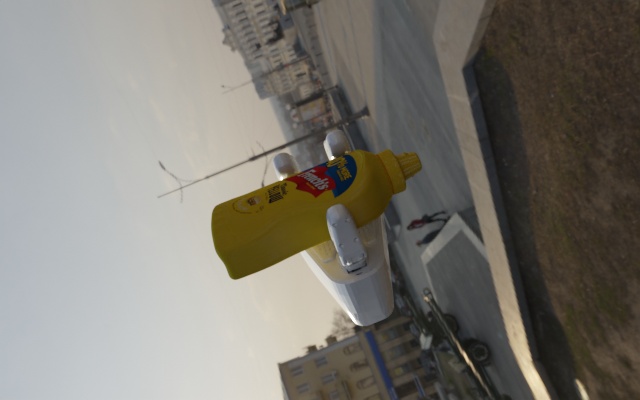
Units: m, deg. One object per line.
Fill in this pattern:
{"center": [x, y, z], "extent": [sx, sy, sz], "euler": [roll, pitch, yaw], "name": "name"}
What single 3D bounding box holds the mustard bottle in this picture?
{"center": [0.000, 0.001, 0.430], "extent": [0.191, 0.058, 0.096], "euler": [-22, 24, 0], "name": "mustard bottle"}
